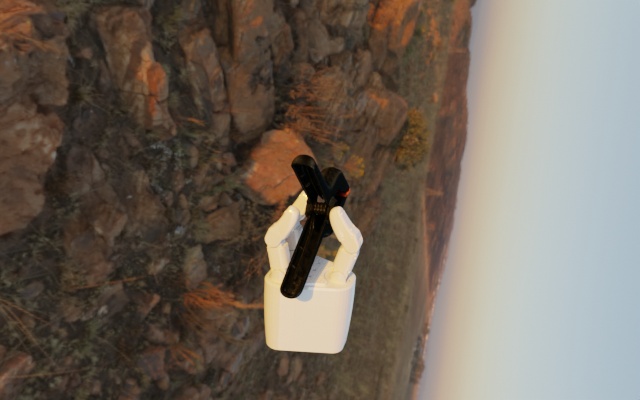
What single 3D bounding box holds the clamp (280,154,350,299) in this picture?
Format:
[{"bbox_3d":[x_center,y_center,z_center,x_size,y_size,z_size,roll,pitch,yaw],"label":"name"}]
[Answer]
[{"bbox_3d":[0.001,0.002,0.595,0.036,0.165,0.210,12,24,14],"label":"clamp"}]
